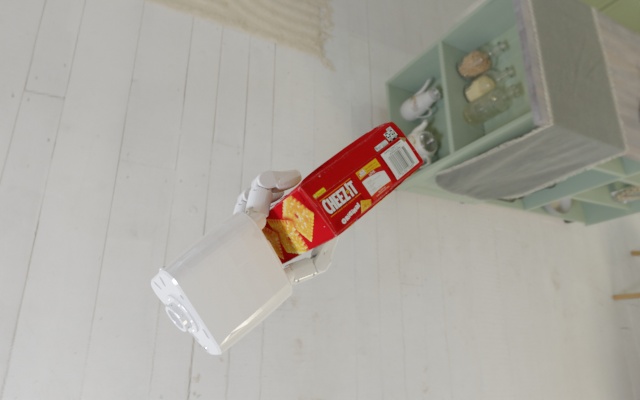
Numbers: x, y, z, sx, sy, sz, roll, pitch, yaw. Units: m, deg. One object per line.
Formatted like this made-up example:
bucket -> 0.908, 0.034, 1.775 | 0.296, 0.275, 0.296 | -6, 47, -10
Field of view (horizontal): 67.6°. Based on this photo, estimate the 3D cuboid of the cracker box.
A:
cracker box -> 0.000, 0.002, 0.594 | 0.164, 0.072, 0.214 | -38, 3, -34
